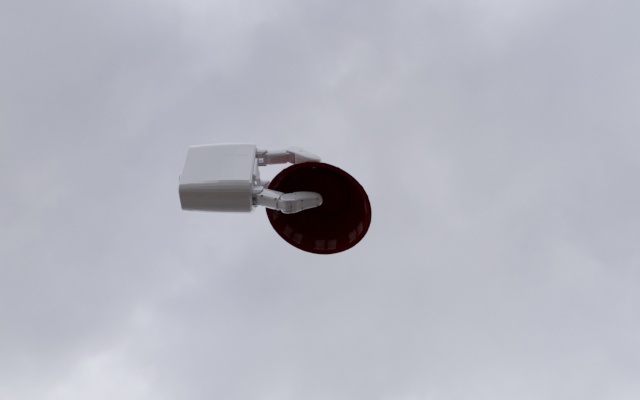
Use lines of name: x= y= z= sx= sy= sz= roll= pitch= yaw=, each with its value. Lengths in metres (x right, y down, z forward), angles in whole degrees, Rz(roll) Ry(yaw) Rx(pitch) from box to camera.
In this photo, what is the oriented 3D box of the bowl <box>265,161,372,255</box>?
bowl: x=0.001 y=0.003 z=0.726 sx=0.162 sy=0.162 sz=0.055 roll=0 pitch=31 yaw=13
